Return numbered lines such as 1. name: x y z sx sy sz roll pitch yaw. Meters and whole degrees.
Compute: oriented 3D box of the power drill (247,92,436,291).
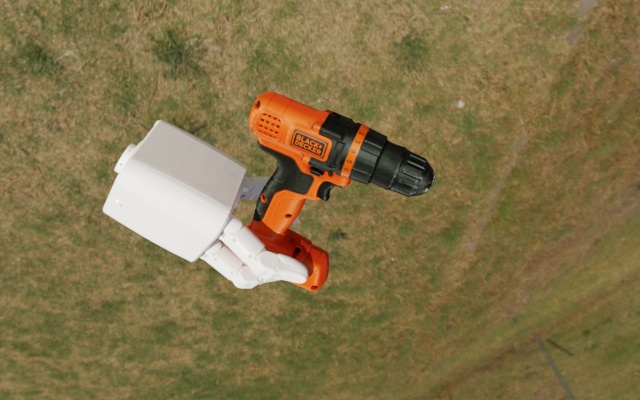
1. power drill: 0.000 0.002 0.488 0.184 0.188 0.057 25 30 6
